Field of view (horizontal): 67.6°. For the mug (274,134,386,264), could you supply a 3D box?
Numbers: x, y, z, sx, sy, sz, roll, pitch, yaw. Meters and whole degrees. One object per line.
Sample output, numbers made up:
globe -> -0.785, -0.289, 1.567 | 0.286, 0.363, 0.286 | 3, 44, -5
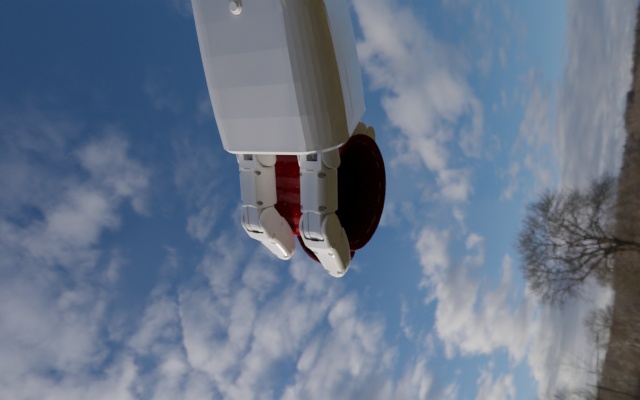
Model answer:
mug -> 0.000, 0.003, 0.405 | 0.081, 0.117, 0.093 | 6, 27, 33
